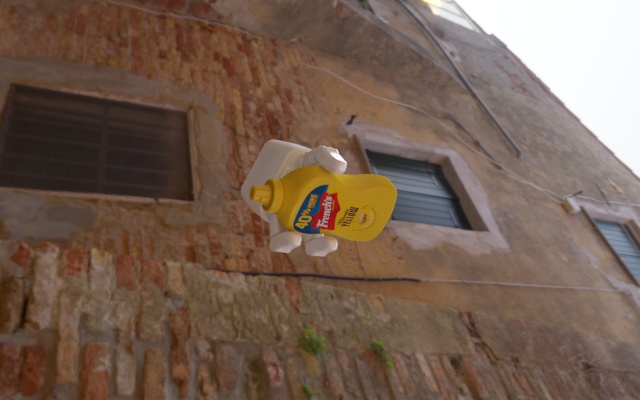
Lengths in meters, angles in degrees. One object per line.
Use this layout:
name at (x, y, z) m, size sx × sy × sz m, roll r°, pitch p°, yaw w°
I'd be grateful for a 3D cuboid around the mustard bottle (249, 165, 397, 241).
mustard bottle at (0.000, 0.002, 0.619) m, size 0.191 × 0.096 × 0.058 m, roll 8°, pitch 35°, yaw -29°
